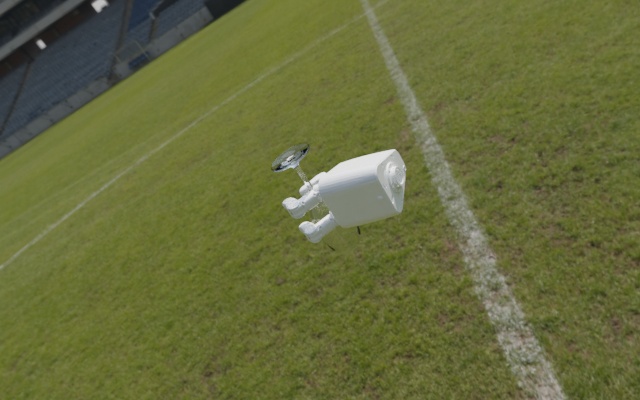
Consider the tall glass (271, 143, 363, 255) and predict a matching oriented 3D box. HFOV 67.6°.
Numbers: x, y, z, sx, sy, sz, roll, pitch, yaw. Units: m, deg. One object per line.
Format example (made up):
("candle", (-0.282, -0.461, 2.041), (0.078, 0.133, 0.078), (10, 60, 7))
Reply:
("tall glass", (0.000, 0.002, 0.826), (0.079, 0.201, 0.079), (-26, 27, 15))
